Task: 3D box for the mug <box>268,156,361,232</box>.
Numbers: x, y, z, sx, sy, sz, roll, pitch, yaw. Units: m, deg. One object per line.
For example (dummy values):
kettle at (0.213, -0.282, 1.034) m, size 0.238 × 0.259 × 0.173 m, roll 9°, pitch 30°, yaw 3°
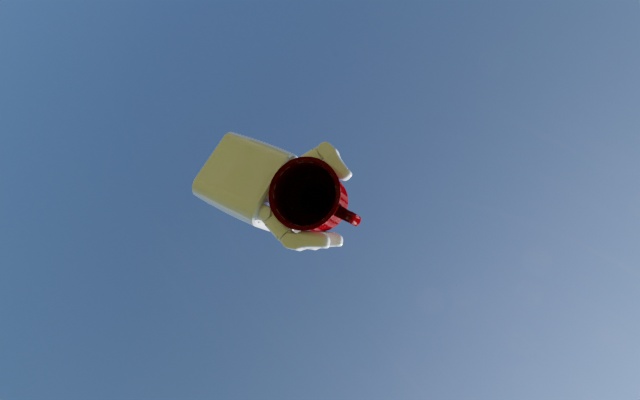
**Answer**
mug at (0.001, 0.003, 0.619) m, size 0.117 × 0.093 × 0.081 m, roll 24°, pitch -2°, yaw 17°
